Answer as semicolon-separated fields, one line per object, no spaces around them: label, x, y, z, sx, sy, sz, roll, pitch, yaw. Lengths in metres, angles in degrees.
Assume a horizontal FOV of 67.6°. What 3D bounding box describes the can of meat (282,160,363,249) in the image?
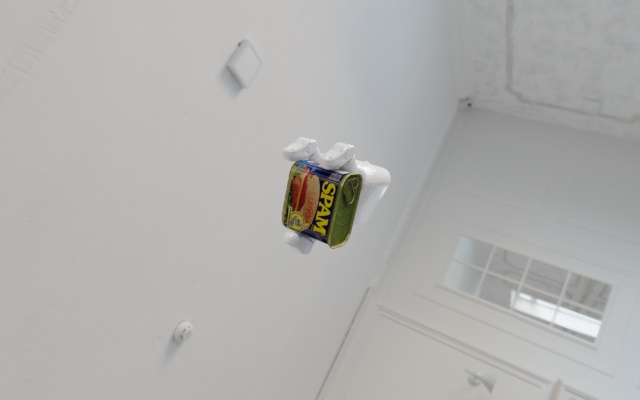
can of meat;0.000;0.002;0.640;0.084;0.102;0.057;20;15;29
